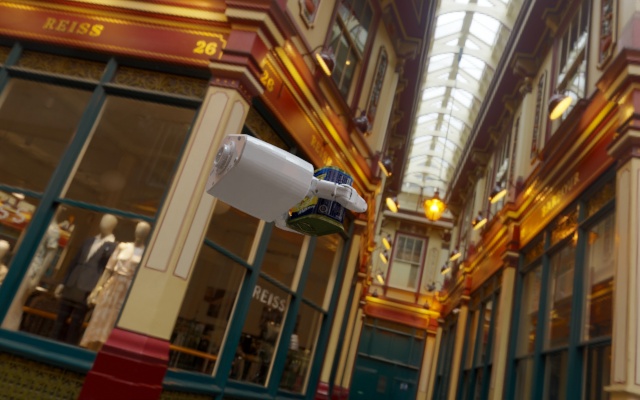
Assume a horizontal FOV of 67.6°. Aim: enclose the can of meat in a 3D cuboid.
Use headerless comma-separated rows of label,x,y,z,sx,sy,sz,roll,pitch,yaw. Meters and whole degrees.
can of meat,0.000,0.002,0.711,0.057,0.084,0.102,24,-21,-25
